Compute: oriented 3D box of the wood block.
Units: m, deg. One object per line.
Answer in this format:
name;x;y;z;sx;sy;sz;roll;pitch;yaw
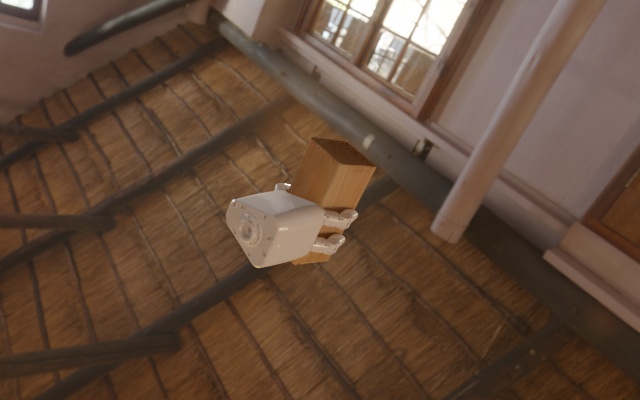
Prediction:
wood block;0.000;0.003;0.844;0.090;0.206;0.090;0;35;-43
